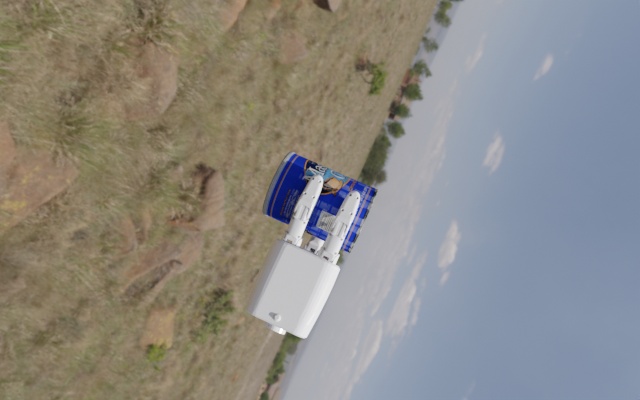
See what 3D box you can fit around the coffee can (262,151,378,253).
[{"bbox_3d":[0.000,0.002,0.702,0.140,0.103,0.103,24,2,5],"label":"coffee can"}]
